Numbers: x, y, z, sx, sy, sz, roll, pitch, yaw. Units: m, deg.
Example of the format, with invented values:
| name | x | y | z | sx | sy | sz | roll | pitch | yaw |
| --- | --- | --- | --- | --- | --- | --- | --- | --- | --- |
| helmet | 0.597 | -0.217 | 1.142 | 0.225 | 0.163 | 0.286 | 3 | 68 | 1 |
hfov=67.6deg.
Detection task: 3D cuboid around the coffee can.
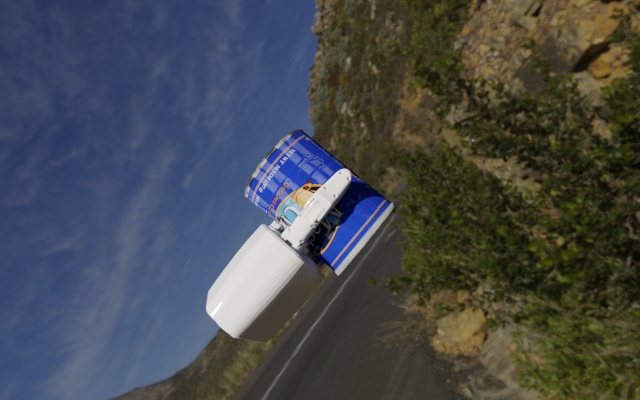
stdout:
| name | x | y | z | sx | sy | sz | roll | pitch | yaw |
| --- | --- | --- | --- | --- | --- | --- | --- | --- | --- |
| coffee can | 0.000 | 0.002 | 0.545 | 0.140 | 0.103 | 0.103 | 40 | 6 | 7 |
